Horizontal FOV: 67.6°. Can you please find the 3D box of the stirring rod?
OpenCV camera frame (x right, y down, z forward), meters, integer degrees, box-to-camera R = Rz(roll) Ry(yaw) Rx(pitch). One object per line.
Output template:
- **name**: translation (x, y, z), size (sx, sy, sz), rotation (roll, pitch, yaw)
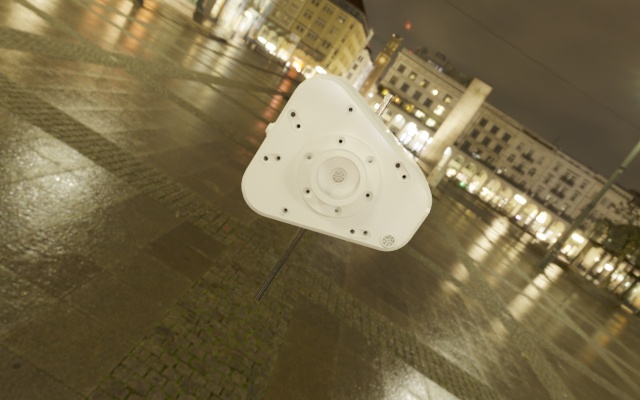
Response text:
- **stirring rod**: translation (0.000, 0.002, 0.463), size (0.011, 0.239, 0.011), rotation (32, 12, -7)
